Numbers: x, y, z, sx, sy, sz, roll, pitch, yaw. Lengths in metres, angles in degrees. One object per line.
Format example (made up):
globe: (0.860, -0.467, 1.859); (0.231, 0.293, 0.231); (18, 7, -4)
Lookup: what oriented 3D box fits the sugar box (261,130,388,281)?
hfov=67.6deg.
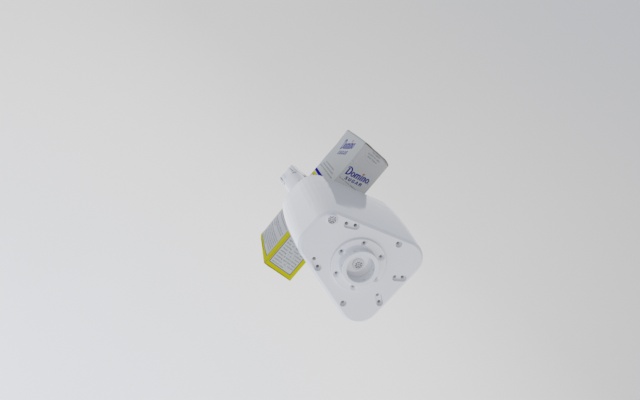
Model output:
sugar box: (0.000, 0.002, 0.569); (0.048, 0.176, 0.093); (40, 8, -19)
